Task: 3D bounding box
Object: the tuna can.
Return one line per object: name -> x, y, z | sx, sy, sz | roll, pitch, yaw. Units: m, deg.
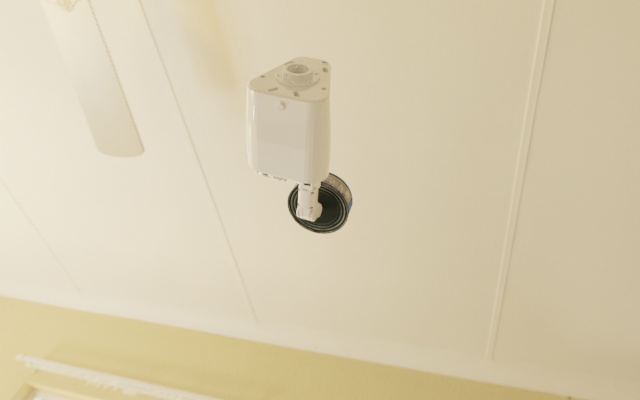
tuna can -> 0.000, 0.002, 0.655 | 0.086, 0.086, 0.033 | 0, 35, 20
